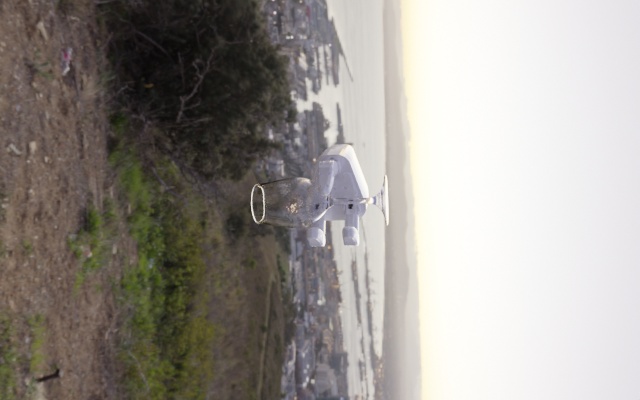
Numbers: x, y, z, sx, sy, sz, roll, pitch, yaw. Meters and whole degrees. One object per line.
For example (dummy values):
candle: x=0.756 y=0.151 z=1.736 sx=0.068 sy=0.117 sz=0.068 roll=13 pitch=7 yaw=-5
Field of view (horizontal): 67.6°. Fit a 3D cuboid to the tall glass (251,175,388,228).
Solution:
tall glass: x=0.001 y=0.002 z=0.724 sx=0.201 sy=0.079 sz=0.079 roll=-2 pitch=0 yaw=10
